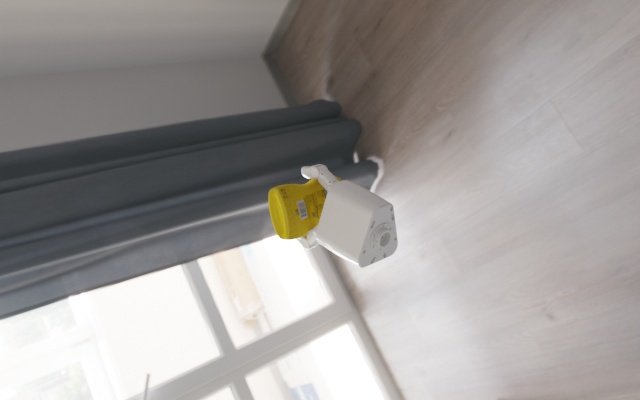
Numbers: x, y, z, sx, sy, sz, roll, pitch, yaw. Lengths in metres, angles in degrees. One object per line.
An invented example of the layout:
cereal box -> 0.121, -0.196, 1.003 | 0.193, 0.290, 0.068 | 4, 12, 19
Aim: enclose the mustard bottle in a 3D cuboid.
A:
mustard bottle -> 0.000, 0.003, 0.878 | 0.191, 0.096, 0.058 | -17, 7, -36
